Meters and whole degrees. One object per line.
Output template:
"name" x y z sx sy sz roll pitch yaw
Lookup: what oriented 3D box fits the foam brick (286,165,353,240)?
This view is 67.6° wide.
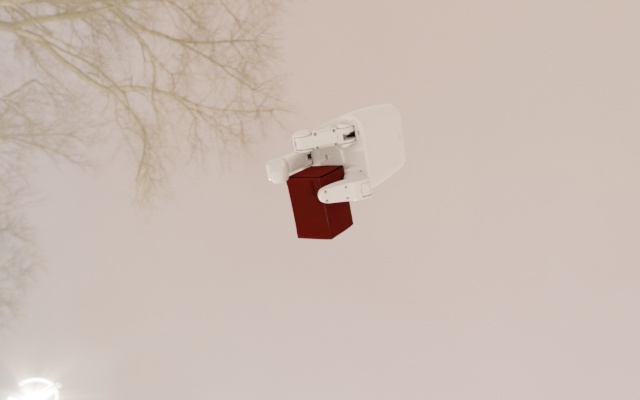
"foam brick" 0.000 0.002 0.573 0.053 0.078 0.051 2 19 36
